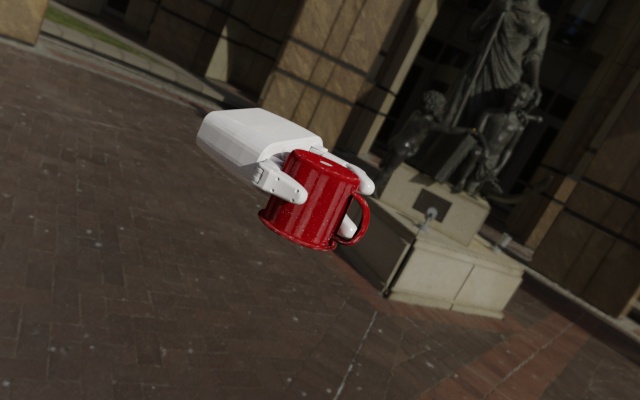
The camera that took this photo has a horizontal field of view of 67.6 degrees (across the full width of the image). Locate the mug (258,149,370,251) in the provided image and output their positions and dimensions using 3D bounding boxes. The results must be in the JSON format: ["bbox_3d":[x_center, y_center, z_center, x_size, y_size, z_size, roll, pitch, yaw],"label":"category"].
[{"bbox_3d":[0.001,0.002,0.508,0.117,0.081,0.093,31,14,27],"label":"mug"}]
